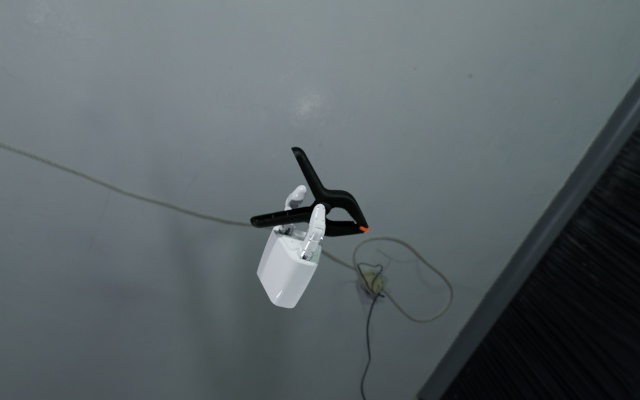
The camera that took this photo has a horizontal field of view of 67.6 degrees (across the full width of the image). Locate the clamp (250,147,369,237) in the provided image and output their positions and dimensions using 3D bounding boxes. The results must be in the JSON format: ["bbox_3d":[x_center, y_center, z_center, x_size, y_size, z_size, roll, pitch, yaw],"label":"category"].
[{"bbox_3d":[0.001,0.004,0.846,0.210,0.165,0.036,17,25,-19],"label":"clamp"}]
